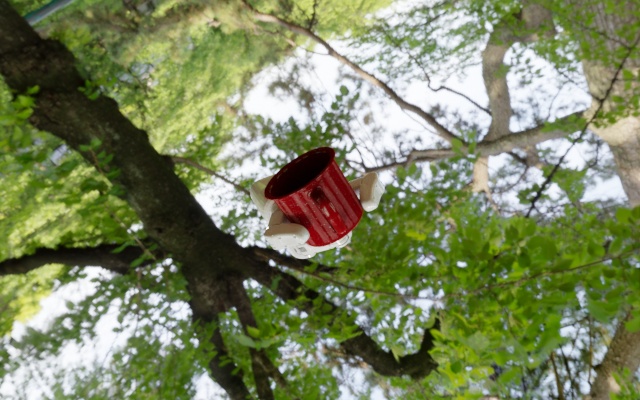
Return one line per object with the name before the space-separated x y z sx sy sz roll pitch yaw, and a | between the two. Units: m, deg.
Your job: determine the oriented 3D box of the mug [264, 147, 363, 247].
mug | 0.001 0.002 0.535 0.093 0.081 0.117 -37 25 -6
